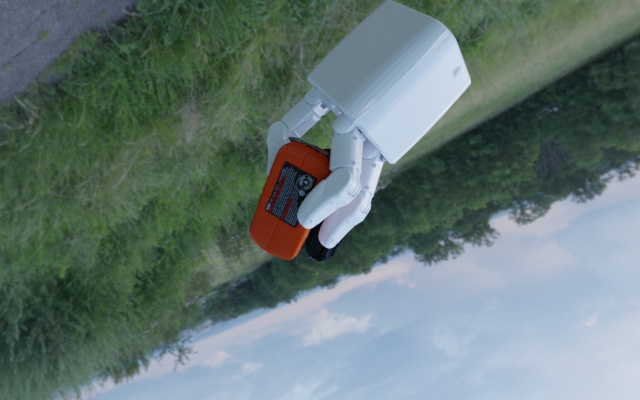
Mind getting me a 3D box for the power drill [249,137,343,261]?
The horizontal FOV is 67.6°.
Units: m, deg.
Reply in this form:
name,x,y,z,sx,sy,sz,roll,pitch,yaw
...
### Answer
name,x,y,z,sx,sy,sz,roll,pitch,yaw
power drill,0.000,0.002,0.508,0.057,0.184,0.187,27,18,16
